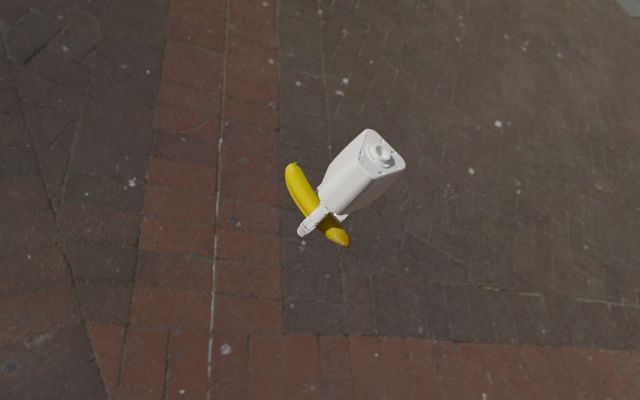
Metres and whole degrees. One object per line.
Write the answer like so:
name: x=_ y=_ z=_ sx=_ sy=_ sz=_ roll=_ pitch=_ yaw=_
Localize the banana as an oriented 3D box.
banana: x=-0.014 y=0.001 z=0.852 sx=0.069 sy=0.197 sz=0.037 roll=-5 pitch=-33 yaw=-50
